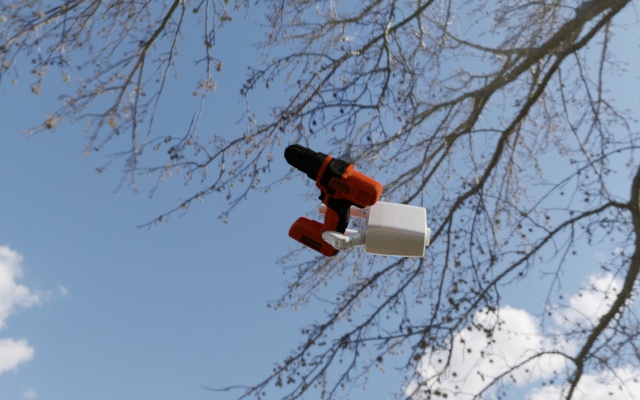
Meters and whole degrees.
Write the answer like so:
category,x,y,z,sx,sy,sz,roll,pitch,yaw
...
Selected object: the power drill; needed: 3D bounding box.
category,x,y,z,sx,sy,sz,roll,pitch,yaw
power drill,0.000,0.003,0.868,0.184,0.188,0.057,28,40,9
